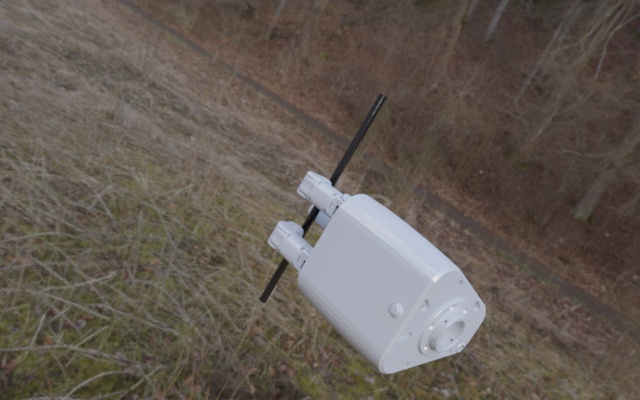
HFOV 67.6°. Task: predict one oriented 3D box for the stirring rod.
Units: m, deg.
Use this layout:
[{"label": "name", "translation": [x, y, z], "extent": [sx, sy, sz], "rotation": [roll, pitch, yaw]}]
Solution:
[{"label": "stirring rod", "translation": [0.000, 0.002, 0.477], "extent": [0.011, 0.239, 0.011], "rotation": [30, 9, -5]}]
